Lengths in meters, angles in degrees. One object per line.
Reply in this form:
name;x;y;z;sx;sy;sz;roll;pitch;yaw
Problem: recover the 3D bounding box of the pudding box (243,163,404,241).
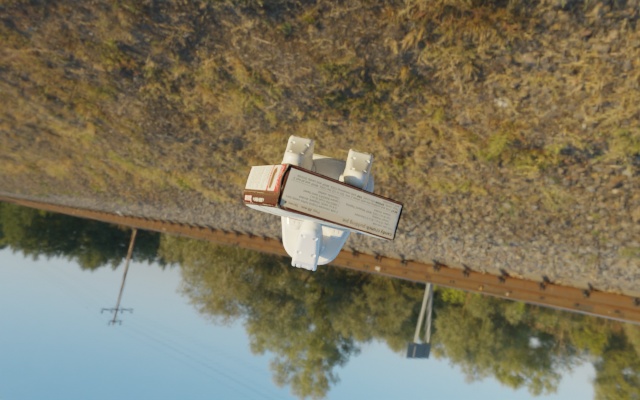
pudding box;0.000;0.002;0.412;0.113;0.039;0.090;16;-5;-26
